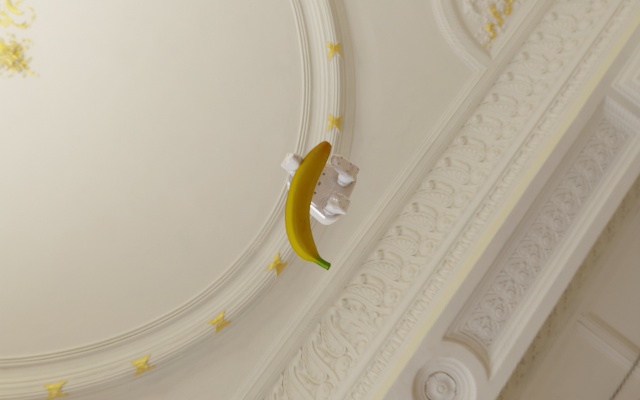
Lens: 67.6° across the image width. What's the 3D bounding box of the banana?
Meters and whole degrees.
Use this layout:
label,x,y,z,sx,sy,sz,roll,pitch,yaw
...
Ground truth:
label,x,y,z,sx,sy,sz,roll,pitch,yaw
banana,-0.019,0.005,0.717,0.069,0.197,0.037,1,-12,-2
